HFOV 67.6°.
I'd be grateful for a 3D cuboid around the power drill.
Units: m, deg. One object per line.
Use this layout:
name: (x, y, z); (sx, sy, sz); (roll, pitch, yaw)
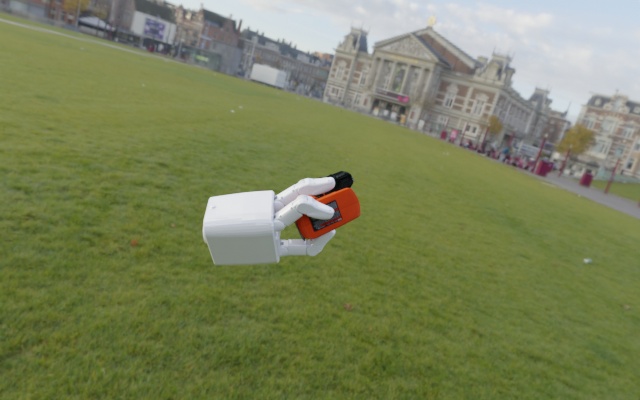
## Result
power drill: (0.000, 0.003, 0.831); (0.184, 0.057, 0.187); (-26, 14, -13)
